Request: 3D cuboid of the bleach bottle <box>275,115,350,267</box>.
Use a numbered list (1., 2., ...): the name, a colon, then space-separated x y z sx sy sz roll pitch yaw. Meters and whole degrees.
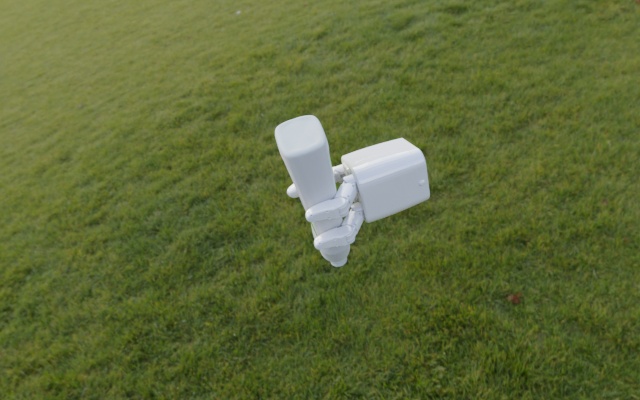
1. bleach bottle: 0.000 0.002 0.734 0.068 0.251 0.102 -18 39 -1
